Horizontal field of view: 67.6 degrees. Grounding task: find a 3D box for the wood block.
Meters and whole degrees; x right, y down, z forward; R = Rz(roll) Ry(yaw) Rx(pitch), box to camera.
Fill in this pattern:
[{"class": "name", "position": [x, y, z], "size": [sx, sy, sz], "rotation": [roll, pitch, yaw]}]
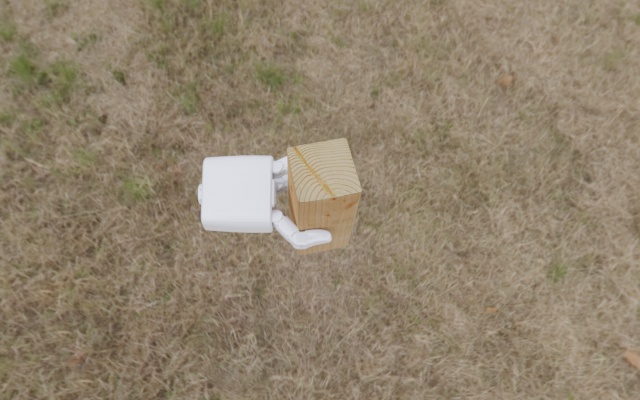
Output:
[{"class": "wood block", "position": [0.000, 0.003, 0.746], "size": [0.090, 0.090, 0.206], "rotation": [-10, -25, -7]}]
